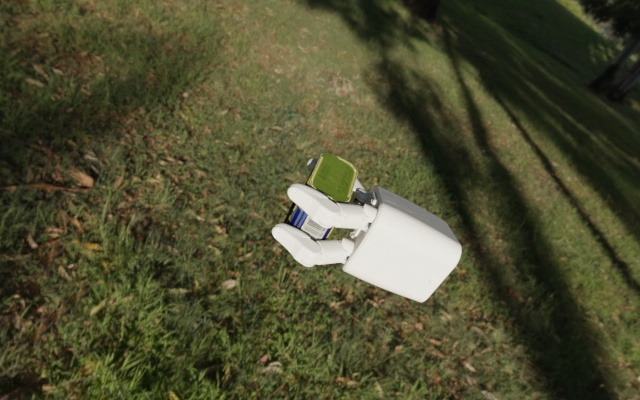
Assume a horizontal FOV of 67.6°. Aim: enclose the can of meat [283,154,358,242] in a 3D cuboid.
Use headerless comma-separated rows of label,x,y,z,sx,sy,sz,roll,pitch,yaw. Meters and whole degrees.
can of meat,0.000,0.002,0.571,0.057,0.084,0.102,27,33,-4
